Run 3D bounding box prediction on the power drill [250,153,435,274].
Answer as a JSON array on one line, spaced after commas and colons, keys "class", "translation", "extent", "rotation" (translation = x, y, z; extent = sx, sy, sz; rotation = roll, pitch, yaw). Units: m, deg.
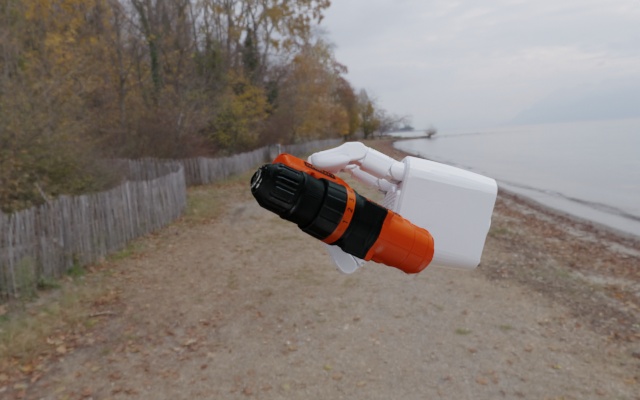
[{"class": "power drill", "translation": [0.000, 0.002, 0.478], "extent": [0.184, 0.057, 0.187], "rotation": [27, 5, -24]}]
